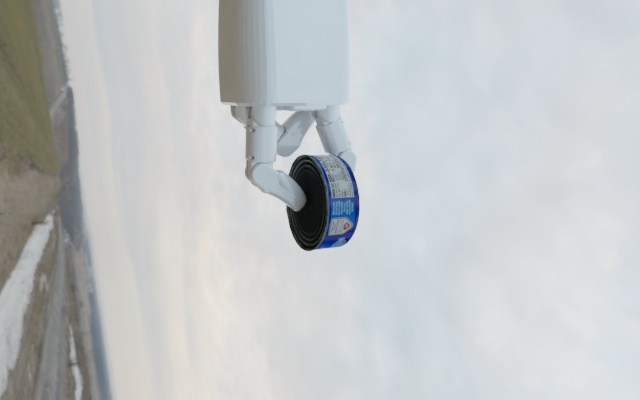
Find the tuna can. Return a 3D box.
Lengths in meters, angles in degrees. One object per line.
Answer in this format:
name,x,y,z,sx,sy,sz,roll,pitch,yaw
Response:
tuna can,0.001,0.001,0.430,0.034,0.086,0.086,-3,1,-27
